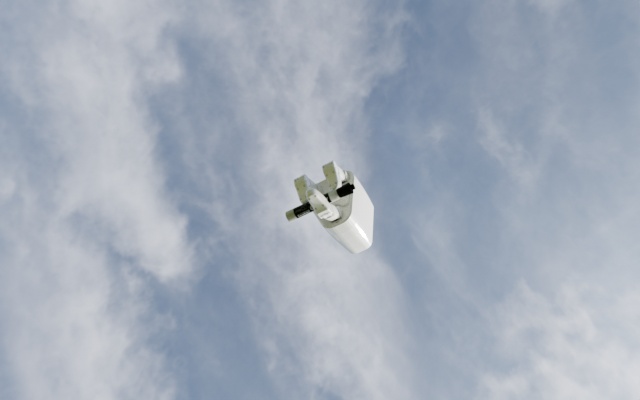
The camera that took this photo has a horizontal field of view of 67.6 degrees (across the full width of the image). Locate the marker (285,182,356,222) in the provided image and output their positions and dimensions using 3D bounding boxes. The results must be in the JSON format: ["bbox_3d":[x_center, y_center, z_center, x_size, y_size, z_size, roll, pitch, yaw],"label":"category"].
[{"bbox_3d":[0.000,0.002,0.761,0.121,0.020,0.020,-25,-7,15],"label":"marker"}]
